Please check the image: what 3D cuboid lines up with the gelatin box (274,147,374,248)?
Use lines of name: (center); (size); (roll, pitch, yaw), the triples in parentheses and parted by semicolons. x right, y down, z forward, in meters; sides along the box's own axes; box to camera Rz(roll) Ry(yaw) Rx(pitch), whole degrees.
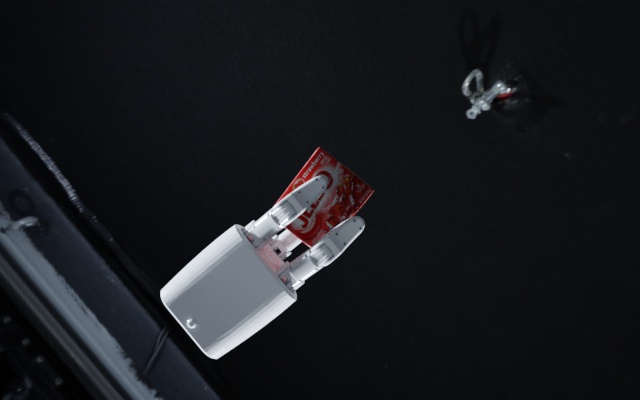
gelatin box: (0.000, 0.001, 0.500); (0.073, 0.089, 0.030); (38, -4, -2)
